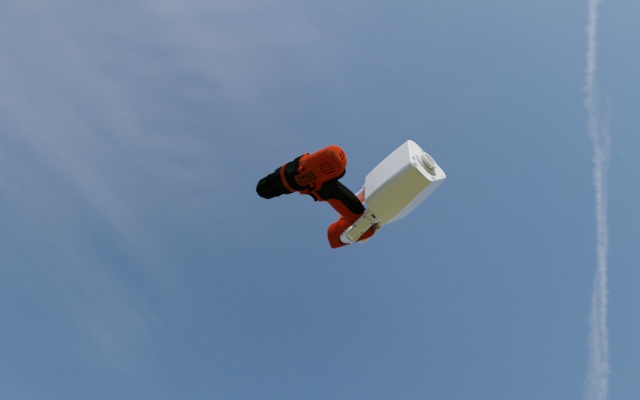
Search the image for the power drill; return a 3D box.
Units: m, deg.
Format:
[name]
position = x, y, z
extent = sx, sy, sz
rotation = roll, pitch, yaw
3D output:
[power drill]
position = 0.001, 0.003, 0.845
extent = 0.184, 0.057, 0.188
rotation = -20, -56, 33
